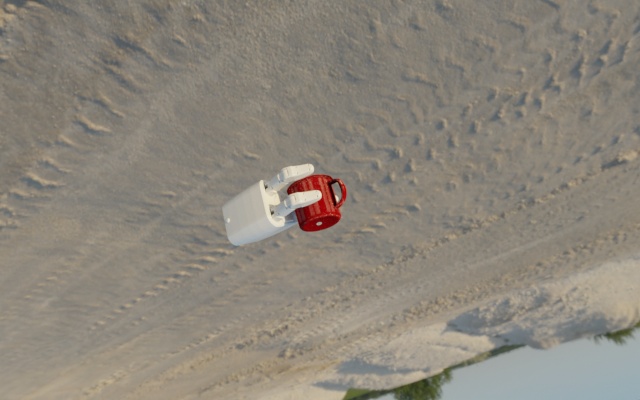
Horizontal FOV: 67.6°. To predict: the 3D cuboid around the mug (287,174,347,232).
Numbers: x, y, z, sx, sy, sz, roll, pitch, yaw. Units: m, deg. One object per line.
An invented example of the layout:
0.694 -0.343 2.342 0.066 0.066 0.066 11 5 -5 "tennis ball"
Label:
0.001 0.003 0.896 0.117 0.081 0.093 -28 -24 26 "mug"
